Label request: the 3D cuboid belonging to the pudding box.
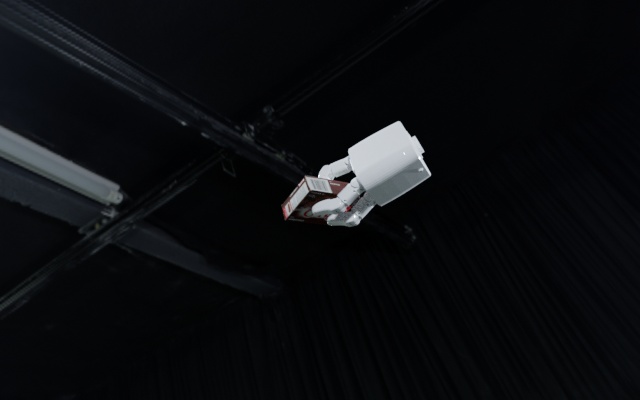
[{"bbox_3d":[0.000,0.003,0.861,0.113,0.039,0.090,10,-44,-34],"label":"pudding box"}]
